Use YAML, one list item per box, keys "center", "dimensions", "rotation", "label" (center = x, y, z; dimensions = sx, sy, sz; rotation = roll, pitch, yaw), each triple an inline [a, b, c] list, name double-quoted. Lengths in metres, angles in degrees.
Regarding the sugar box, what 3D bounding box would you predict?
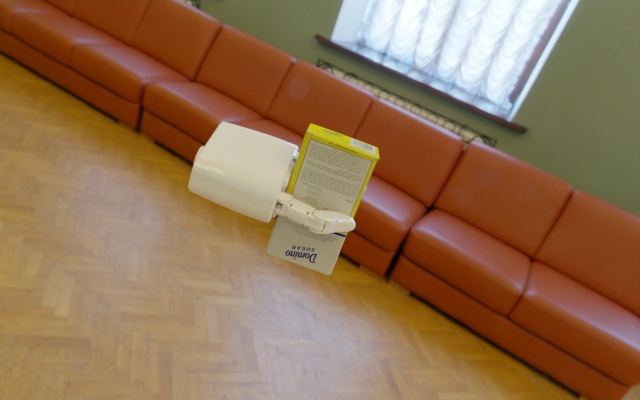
- center: [0.000, 0.002, 0.609]
  dimensions: [0.093, 0.176, 0.048]
  rotation: [20, 26, -2]
  label: "sugar box"
